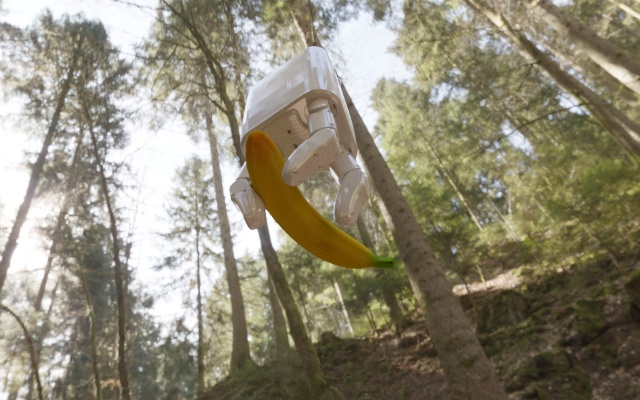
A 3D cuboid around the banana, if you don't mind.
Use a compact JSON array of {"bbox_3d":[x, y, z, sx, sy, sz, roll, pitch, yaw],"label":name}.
[{"bbox_3d":[-0.012,0.012,0.455,0.070,0.037,0.198,-30,-57,30],"label":"banana"}]
